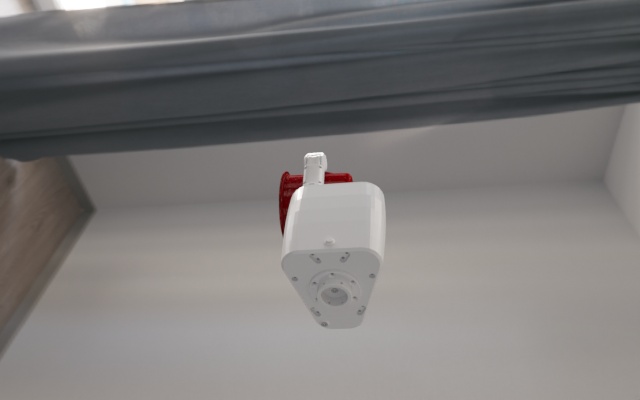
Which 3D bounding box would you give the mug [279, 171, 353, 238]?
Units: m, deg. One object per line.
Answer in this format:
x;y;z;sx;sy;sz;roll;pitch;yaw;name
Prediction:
0.000;0.001;0.591;0.081;0.093;0.117;-3;35;8;mug
